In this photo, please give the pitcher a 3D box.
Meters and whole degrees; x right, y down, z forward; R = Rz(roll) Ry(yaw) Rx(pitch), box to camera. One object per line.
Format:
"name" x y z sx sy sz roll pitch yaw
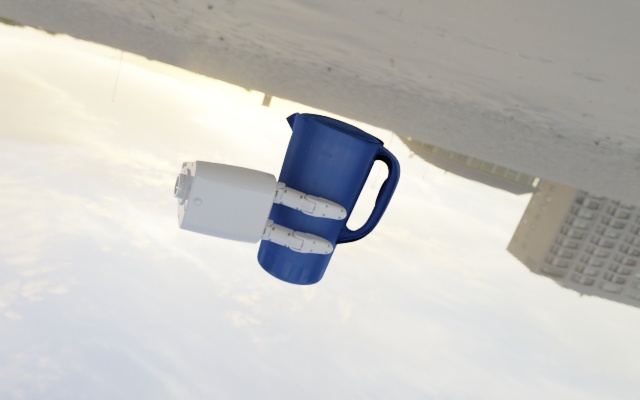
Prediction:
"pitcher" 0.000 0.002 0.702 0.145 0.243 0.149 12 17 -28
